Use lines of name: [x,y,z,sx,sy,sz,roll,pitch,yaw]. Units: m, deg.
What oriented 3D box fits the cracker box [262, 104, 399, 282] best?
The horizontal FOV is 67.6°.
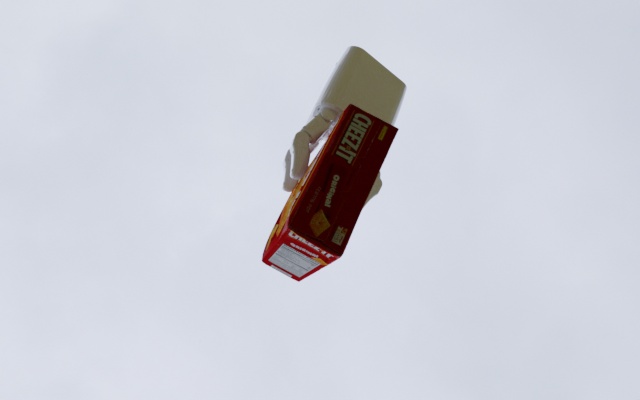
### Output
cracker box: [0.000,0.002,0.593,0.072,0.164,0.214,27,-21,-5]
